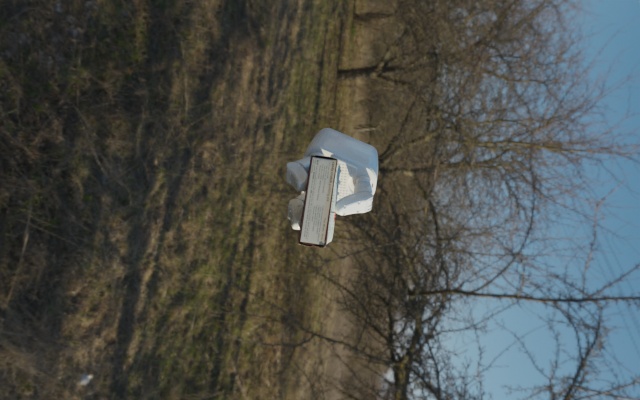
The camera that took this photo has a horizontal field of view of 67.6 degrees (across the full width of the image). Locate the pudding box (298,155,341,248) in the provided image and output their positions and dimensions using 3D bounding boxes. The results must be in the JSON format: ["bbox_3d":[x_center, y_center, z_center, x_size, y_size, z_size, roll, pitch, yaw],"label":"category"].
[{"bbox_3d":[0.000,0.002,0.620,0.039,0.113,0.090,6,-1,6],"label":"pudding box"}]
